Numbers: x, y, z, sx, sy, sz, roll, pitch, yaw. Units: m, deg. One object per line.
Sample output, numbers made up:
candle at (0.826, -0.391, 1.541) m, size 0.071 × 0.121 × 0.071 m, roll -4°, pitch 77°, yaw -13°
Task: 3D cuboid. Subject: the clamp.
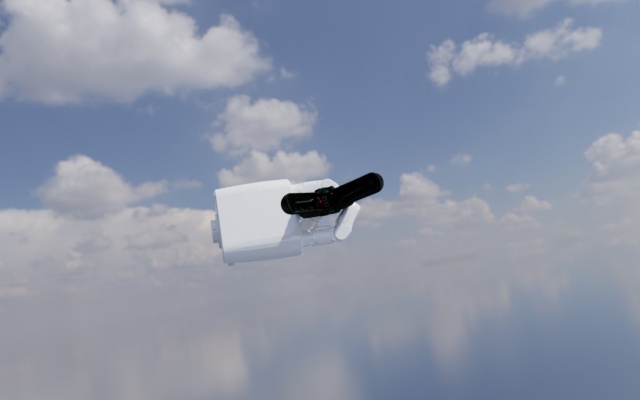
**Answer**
clamp at (0.000, 0.001, 0.608) m, size 0.120 × 0.039 × 0.171 m, roll -7°, pitch -10°, yaw -13°
